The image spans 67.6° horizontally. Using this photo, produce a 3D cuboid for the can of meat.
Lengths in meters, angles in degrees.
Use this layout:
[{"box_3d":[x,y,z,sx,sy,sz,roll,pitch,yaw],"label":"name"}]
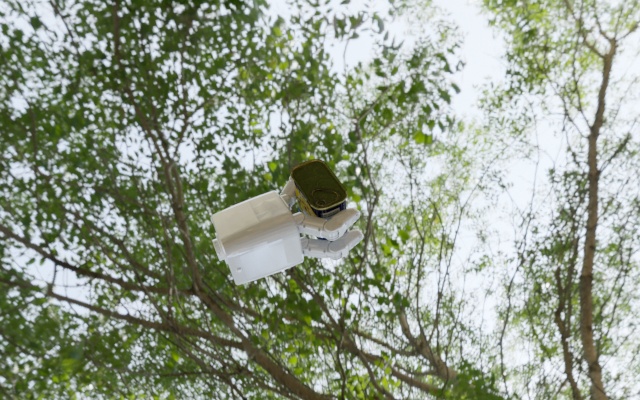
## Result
[{"box_3d":[0.000,0.002,0.718,0.057,0.084,0.102,-23,48,-15],"label":"can of meat"}]
